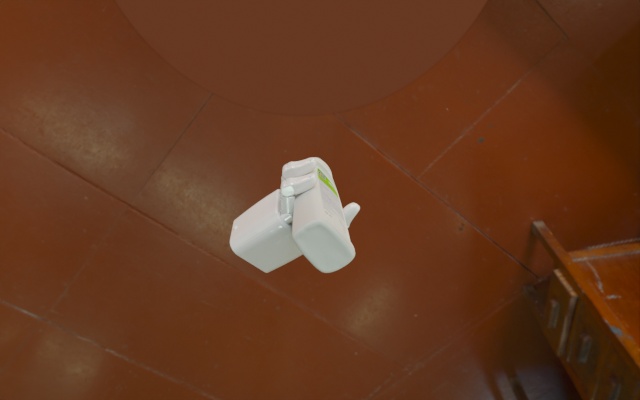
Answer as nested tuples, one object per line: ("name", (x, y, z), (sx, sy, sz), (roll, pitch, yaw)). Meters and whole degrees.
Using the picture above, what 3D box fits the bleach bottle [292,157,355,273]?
("bleach bottle", (0.000, 0.003, 0.804), (0.068, 0.103, 0.250), (-32, 28, 17))
